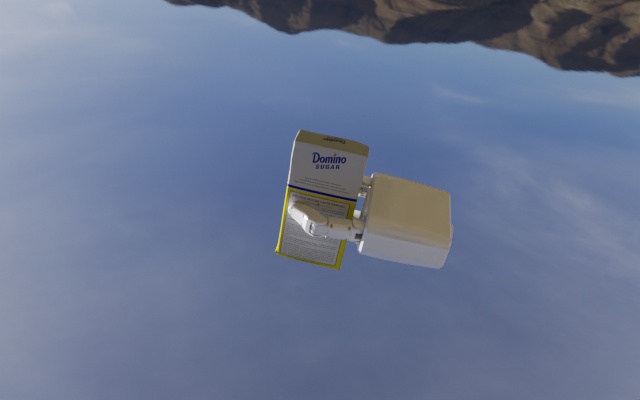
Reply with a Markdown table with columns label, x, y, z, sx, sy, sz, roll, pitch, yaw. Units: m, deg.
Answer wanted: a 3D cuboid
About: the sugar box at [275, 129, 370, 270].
| label | x | y | z | sx | sy | sz | roll | pitch | yaw |
| --- | --- | --- | --- | --- | --- | --- | --- | --- | --- |
| sugar box | 0.000 | 0.002 | 0.626 | 0.093 | 0.176 | 0.048 | 13 | 28 | 1 |
